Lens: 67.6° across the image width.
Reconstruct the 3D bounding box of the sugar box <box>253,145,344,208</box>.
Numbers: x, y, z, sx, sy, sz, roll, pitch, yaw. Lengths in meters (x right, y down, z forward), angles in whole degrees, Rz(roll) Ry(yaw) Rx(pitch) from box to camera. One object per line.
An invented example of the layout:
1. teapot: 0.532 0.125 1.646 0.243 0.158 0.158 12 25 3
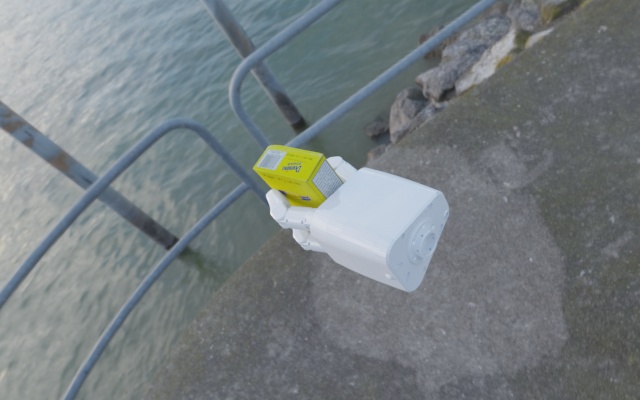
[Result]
1. sugar box: 0.000 0.002 0.614 0.093 0.048 0.176 16 -25 40
